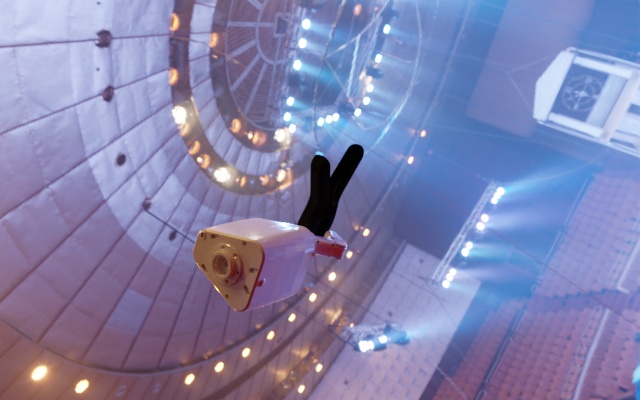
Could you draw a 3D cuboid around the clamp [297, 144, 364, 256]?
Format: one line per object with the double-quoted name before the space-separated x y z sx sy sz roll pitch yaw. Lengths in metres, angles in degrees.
"clamp" 0.000 0.002 0.648 0.039 0.171 0.120 29 17 27
